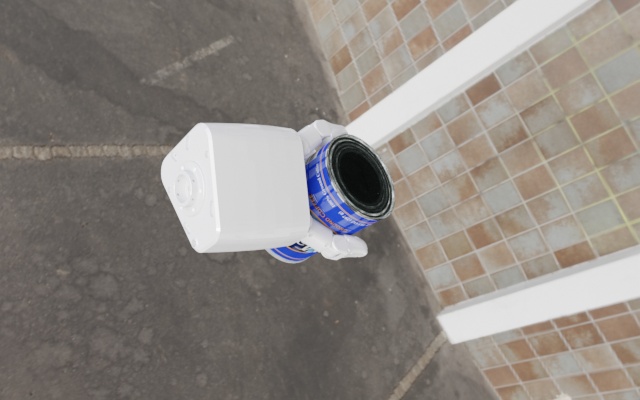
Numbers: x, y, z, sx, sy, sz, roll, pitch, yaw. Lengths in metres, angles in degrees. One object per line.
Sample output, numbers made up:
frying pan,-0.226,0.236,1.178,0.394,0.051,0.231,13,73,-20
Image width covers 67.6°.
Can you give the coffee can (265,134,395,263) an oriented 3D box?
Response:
coffee can,0.000,0.002,0.554,0.103,0.102,0.140,0,-24,-45
